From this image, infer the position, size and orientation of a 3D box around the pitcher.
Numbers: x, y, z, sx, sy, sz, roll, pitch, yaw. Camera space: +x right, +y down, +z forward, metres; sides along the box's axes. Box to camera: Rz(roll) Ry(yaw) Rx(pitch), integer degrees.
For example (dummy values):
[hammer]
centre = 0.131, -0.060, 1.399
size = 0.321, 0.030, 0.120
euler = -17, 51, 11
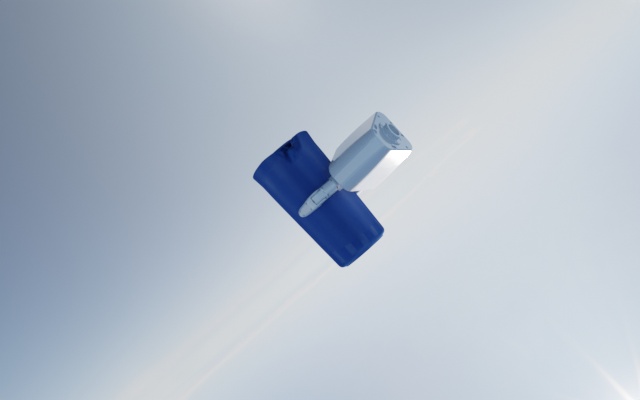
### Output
[pitcher]
centre = 0.000, 0.003, 0.886
size = 0.145, 0.243, 0.149
euler = -44, -6, 31
